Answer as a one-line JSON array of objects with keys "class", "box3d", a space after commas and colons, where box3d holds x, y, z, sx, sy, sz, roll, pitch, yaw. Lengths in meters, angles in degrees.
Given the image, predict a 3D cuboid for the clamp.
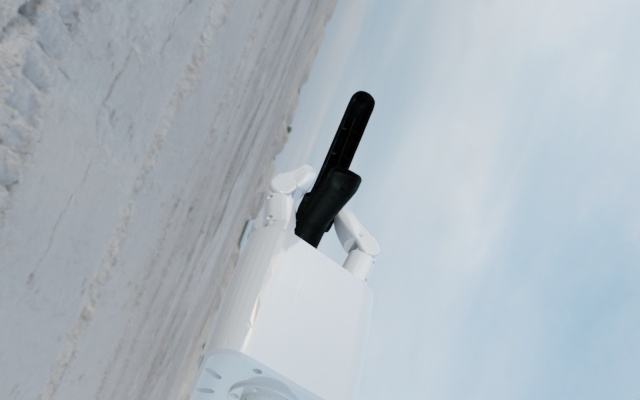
[{"class": "clamp", "box3d": [0.001, 0.002, 0.466, 0.036, 0.210, 0.164, 24, 42, -4]}]
